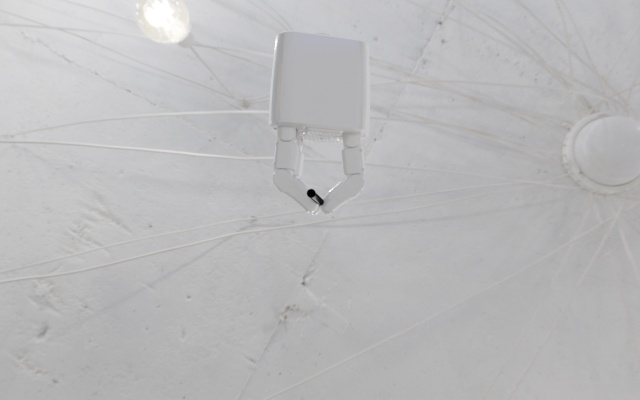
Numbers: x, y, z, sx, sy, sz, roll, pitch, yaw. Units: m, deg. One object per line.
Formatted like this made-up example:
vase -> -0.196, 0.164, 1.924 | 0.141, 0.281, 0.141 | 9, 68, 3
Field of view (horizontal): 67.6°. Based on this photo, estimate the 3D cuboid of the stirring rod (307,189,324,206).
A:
stirring rod -> 0.000, 0.002, 0.538 | 0.011, 0.011, 0.239 | 0, -4, 4
